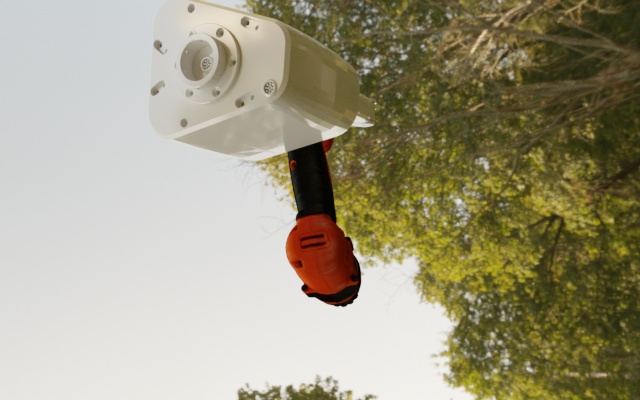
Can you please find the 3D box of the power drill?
[{"bbox_3d":[0.000,0.001,0.449,0.057,0.187,0.184,-12,-23,3],"label":"power drill"}]
